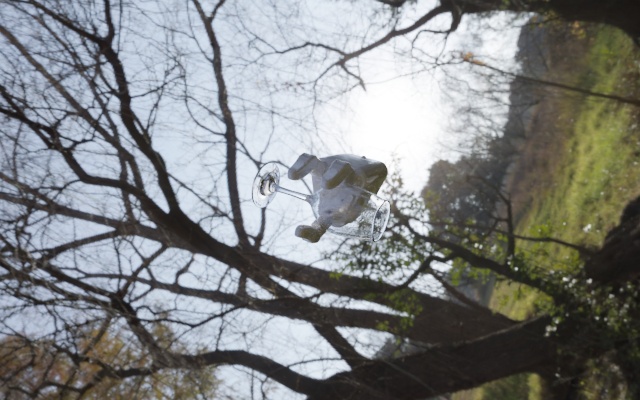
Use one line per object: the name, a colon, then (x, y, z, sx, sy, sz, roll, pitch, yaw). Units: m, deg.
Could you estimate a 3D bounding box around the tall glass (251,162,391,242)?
tall glass: (-0.001, 0.002, 0.710, 0.201, 0.079, 0.079, 18, 8, 25)
